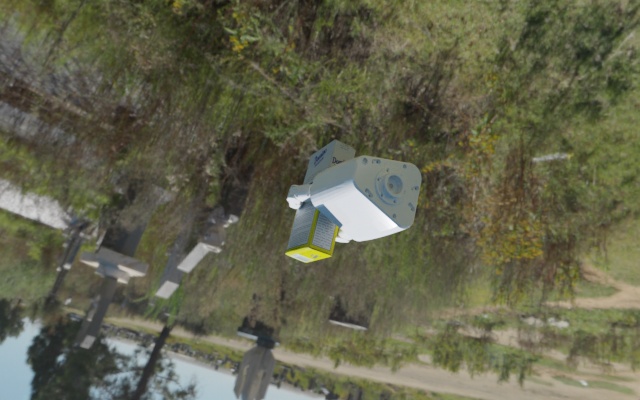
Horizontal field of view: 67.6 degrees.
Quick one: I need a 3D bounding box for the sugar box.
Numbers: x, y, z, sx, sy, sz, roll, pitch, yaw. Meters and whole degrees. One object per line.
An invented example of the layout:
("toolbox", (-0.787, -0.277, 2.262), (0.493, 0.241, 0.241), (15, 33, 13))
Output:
("sugar box", (0.001, 0.003, 0.737), (0.048, 0.176, 0.093), (24, -22, -20))
